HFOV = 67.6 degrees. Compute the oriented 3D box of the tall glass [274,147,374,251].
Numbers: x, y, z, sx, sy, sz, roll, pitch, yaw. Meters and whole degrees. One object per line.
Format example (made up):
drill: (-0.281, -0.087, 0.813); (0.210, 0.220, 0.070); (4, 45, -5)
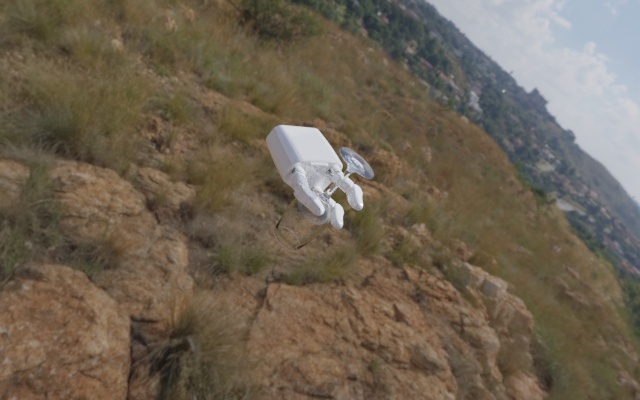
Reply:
tall glass: (0.001, 0.002, 0.839); (0.201, 0.079, 0.079); (-48, -24, 24)
